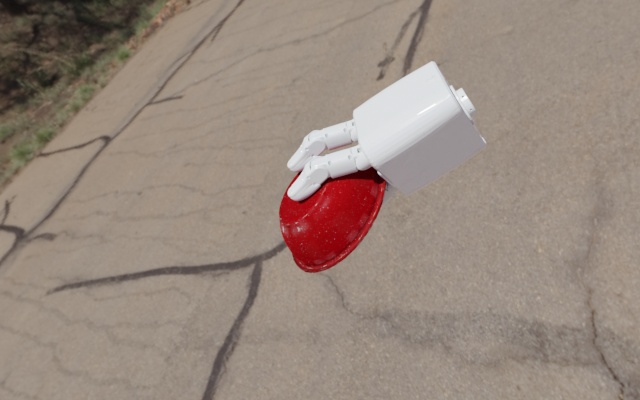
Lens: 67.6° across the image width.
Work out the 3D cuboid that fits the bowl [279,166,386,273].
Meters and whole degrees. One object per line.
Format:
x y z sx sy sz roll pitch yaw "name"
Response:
-0.001 0.003 0.570 0.055 0.162 0.162 34 -17 -28 "bowl"
